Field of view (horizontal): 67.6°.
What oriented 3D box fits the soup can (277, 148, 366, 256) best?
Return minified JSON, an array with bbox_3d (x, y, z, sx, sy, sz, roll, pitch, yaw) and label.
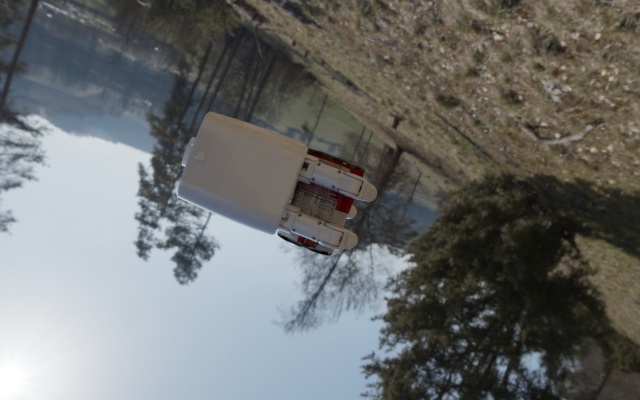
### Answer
[{"bbox_3d":[0.000,0.002,0.527,0.068,0.102,0.068,21,1,-1],"label":"soup can"}]
